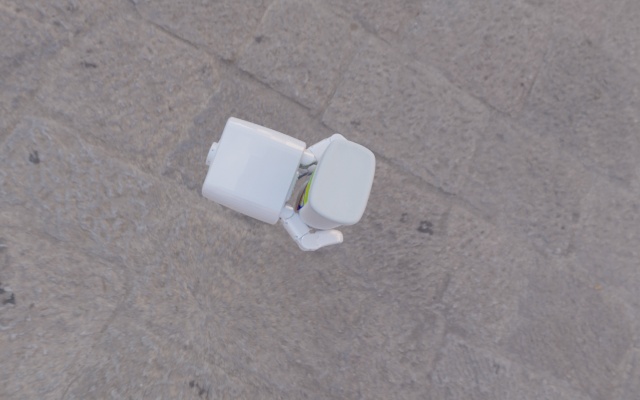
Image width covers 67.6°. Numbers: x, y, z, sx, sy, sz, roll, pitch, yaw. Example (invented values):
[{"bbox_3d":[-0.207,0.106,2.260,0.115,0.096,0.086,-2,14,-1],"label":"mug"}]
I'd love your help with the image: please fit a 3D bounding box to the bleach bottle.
[{"bbox_3d":[0.000,0.002,0.660,0.068,0.102,0.251,21,-16,-8],"label":"bleach bottle"}]
